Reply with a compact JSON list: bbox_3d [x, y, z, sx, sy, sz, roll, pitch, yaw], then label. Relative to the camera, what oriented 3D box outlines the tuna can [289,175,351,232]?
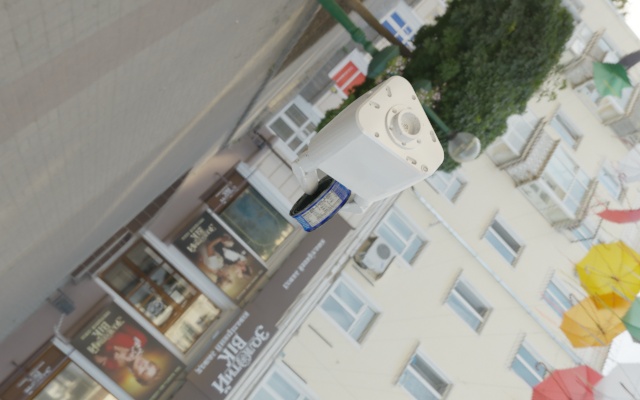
[{"bbox_3d":[0.000,0.003,0.642,0.086,0.034,0.086,-40,12,11],"label":"tuna can"}]
